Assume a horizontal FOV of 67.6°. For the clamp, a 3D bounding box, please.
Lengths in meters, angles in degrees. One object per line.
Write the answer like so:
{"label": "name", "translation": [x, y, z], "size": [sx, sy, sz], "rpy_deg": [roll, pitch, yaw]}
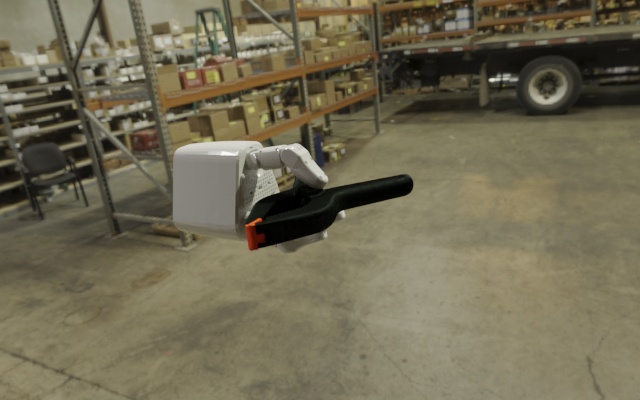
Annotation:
{"label": "clamp", "translation": [0.000, 0.001, 0.532], "size": [0.164, 0.036, 0.210], "rpy_deg": [4, 22, 28]}
